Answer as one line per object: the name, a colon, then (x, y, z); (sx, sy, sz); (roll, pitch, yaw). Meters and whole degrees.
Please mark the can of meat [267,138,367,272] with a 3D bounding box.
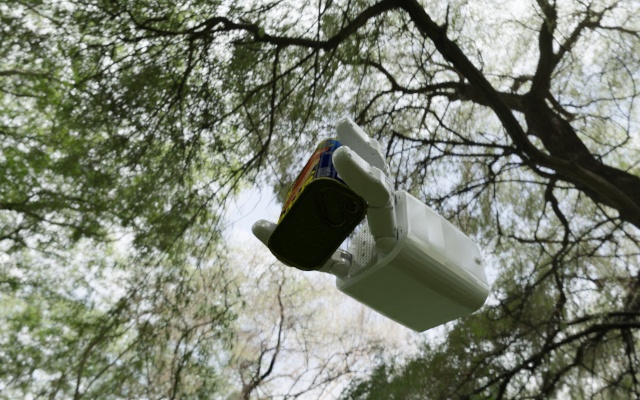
can of meat: (0.000, 0.001, 0.449); (0.057, 0.102, 0.084); (30, 32, -12)
